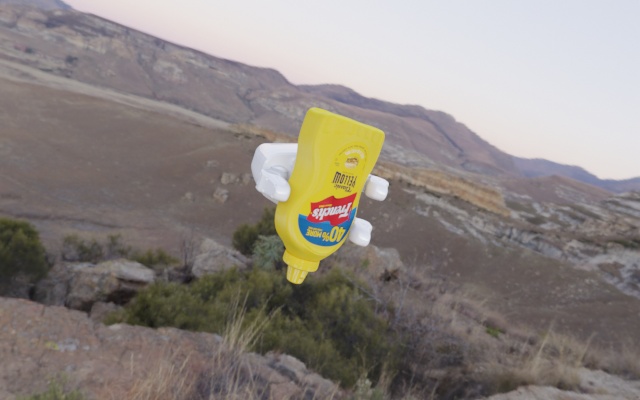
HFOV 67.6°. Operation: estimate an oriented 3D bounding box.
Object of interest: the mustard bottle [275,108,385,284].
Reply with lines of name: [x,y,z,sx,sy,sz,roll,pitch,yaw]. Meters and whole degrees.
mustard bottle: [0.000,0.002,0.526,0.096,0.191,0.058,10,14,-43]
